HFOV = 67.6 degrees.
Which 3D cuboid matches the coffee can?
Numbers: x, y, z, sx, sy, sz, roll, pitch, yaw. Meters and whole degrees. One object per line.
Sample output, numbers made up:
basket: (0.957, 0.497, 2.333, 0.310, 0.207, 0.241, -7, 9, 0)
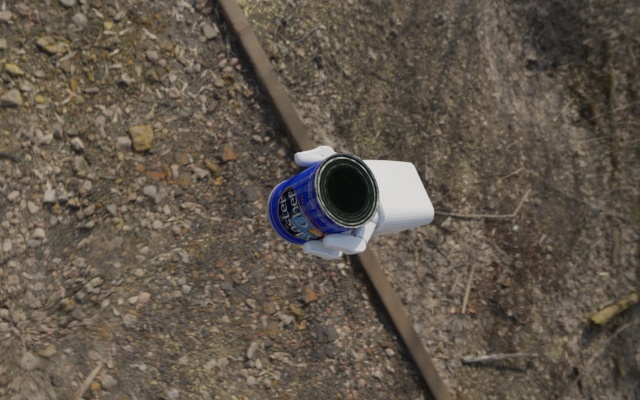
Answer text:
coffee can: (0.000, 0.002, 0.674, 0.103, 0.102, 0.140, 0, -13, -32)
